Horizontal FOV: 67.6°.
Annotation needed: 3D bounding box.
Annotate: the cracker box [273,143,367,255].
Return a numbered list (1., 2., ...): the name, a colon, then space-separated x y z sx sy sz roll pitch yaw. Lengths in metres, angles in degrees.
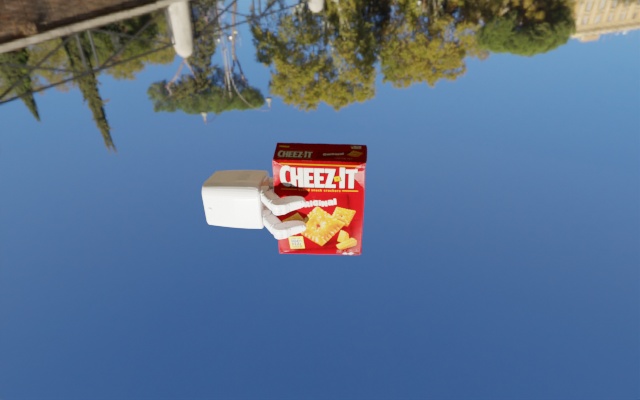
1. cracker box: 0.000 0.003 0.890 0.164 0.214 0.072 2 36 3
